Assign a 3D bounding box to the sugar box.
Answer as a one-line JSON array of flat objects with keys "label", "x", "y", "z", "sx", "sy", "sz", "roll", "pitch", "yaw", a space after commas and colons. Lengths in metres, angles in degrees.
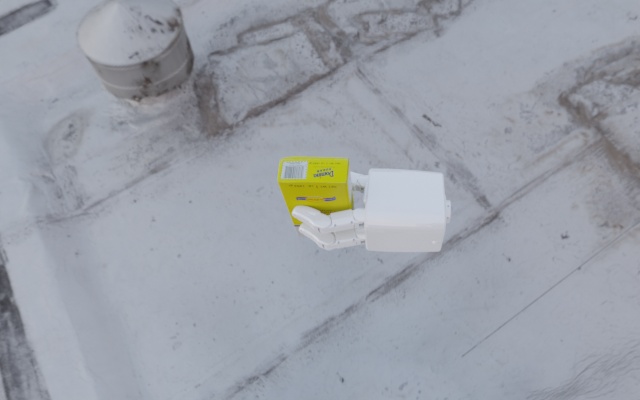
[{"label": "sugar box", "x": 0.000, "y": 0.003, "z": 0.689, "sx": 0.093, "sy": 0.048, "sz": 0.176, "roll": 2, "pitch": -31, "yaw": 9}]
